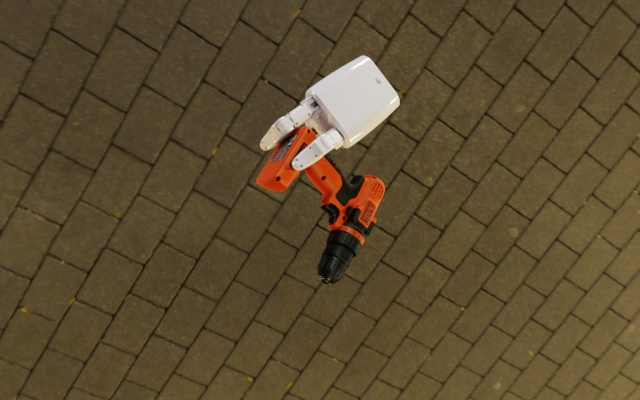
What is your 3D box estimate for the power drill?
[{"bbox_3d":[0.000,0.002,0.684,0.188,0.184,0.057,43,-30,-28],"label":"power drill"}]
